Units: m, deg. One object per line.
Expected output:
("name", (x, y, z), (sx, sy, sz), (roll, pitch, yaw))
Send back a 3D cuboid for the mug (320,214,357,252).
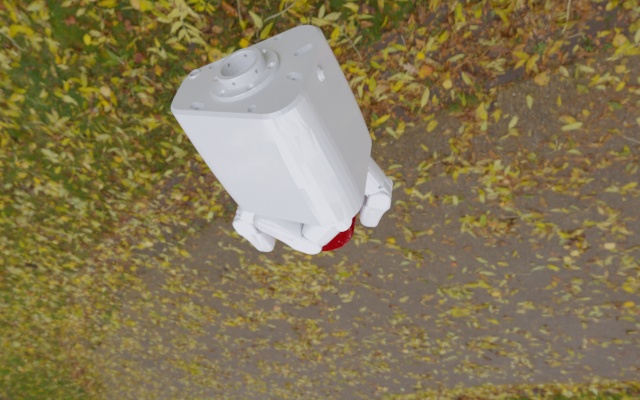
("mug", (0.000, 0.003, 0.456), (0.093, 0.081, 0.117), (-6, -40, 23))
